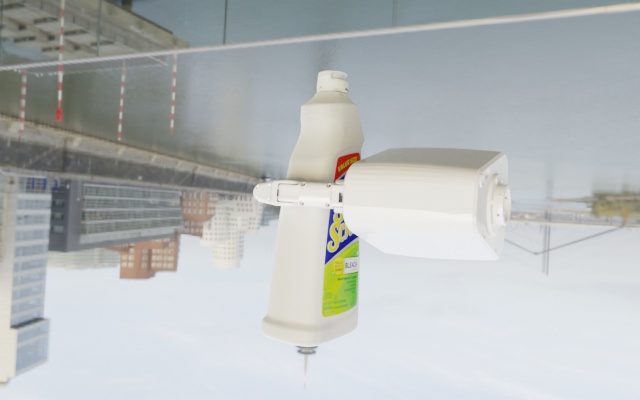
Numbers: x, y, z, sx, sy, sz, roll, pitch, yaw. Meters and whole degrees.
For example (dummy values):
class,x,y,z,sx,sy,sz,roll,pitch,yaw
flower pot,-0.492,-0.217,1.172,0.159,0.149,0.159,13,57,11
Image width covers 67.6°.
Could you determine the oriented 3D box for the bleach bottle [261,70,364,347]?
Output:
class,x,y,z,sx,sy,sz,roll,pitch,yaw
bleach bottle,0.000,0.002,0.459,0.068,0.251,0.102,3,0,33
